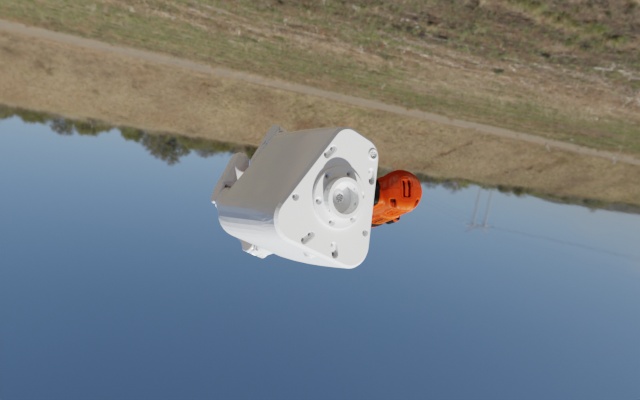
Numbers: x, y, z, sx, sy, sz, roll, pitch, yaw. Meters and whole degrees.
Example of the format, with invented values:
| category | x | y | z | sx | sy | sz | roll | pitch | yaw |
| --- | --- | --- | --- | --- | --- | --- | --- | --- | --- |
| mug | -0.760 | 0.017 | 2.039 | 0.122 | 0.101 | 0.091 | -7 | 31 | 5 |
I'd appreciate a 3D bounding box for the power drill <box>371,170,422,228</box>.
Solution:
| category | x | y | z | sx | sy | sz | roll | pitch | yaw |
| --- | --- | --- | --- | --- | --- | --- | --- | --- | --- |
| power drill | 0.000 | 0.002 | 0.558 | 0.187 | 0.057 | 0.184 | 0 | -13 | -16 |
